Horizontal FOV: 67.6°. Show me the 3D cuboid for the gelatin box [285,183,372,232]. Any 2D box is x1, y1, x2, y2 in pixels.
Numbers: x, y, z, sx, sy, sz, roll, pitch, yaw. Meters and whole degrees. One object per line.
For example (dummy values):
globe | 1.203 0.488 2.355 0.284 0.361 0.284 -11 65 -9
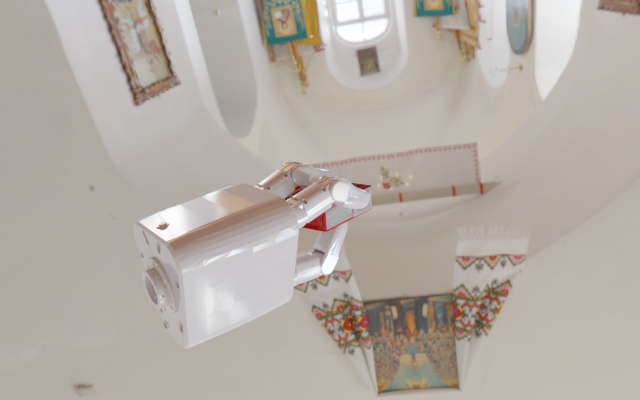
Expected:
gelatin box | 0.000 0.002 0.496 0.073 0.030 0.089 10 20 36
